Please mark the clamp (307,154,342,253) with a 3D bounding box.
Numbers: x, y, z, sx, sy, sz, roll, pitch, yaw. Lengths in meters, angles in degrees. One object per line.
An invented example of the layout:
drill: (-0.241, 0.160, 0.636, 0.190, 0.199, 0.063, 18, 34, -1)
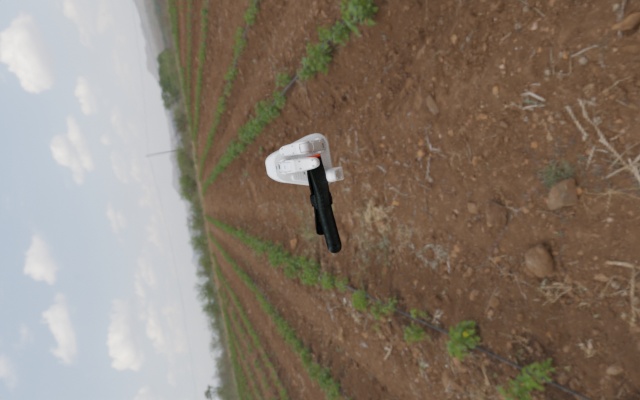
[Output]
clamp: (0.000, 0.003, 0.857, 0.039, 0.171, 0.120, -12, 6, -16)
